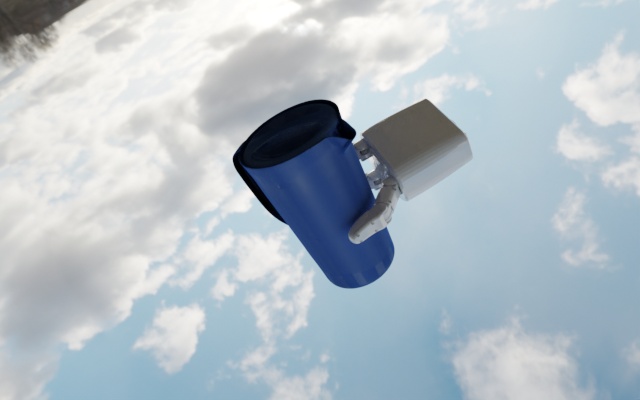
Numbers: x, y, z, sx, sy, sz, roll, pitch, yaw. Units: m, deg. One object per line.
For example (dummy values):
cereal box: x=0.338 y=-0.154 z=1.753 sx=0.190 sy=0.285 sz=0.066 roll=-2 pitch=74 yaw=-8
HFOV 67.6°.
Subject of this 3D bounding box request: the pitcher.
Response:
pitcher: x=0.000 y=0.002 z=0.630 sx=0.145 sy=0.243 sz=0.149 roll=-32 pitch=33 yaw=-4
